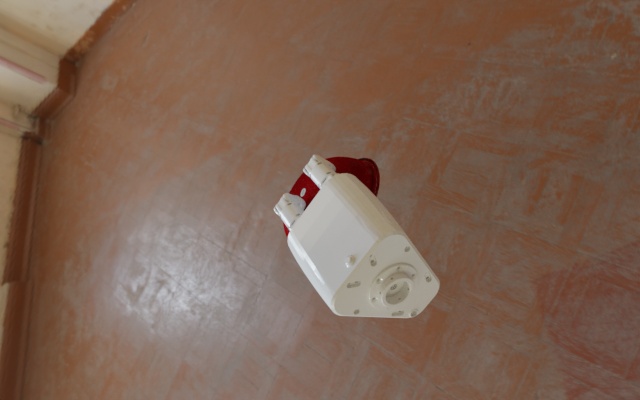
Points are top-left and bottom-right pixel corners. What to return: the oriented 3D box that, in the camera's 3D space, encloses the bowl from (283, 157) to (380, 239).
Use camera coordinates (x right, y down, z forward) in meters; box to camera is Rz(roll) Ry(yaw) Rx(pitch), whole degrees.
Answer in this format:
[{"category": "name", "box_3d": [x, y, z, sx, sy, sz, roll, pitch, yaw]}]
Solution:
[{"category": "bowl", "box_3d": [-0.001, 0.002, 0.603, 0.055, 0.162, 0.162, 33, -14, -23]}]
